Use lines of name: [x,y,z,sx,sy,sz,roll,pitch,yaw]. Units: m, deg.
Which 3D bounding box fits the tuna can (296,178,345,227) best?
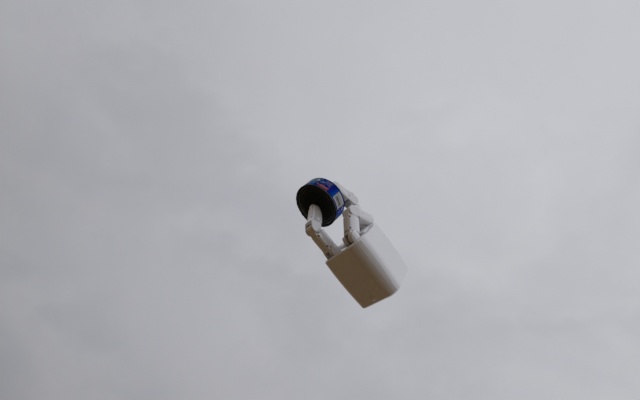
tuna can: [0.000,0.002,0.857,0.086,0.086,0.033,0,28,38]
